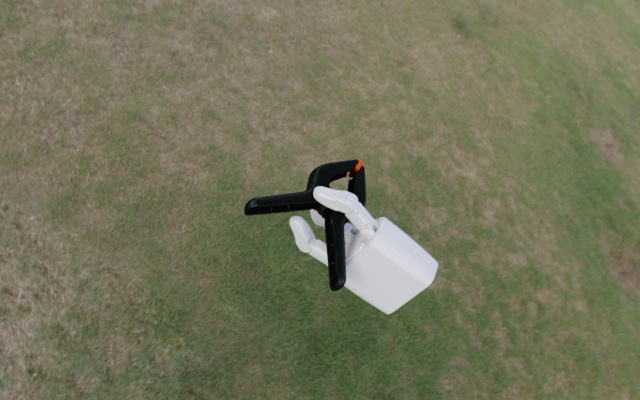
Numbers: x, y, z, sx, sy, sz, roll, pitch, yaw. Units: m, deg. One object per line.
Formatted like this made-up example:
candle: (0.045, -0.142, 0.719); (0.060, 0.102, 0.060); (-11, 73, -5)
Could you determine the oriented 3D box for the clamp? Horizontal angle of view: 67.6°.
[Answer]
clamp: (0.001, 0.002, 0.671); (0.164, 0.210, 0.036); (37, -40, -8)
